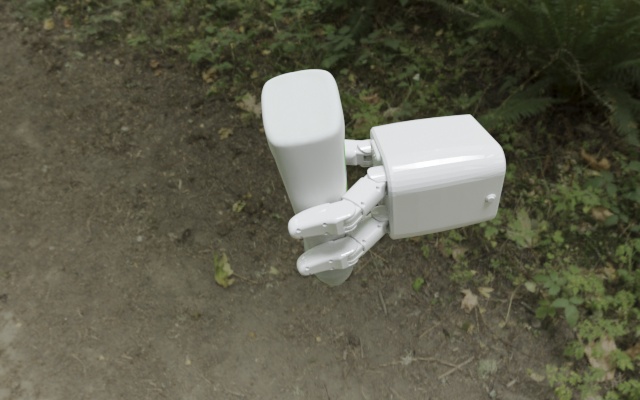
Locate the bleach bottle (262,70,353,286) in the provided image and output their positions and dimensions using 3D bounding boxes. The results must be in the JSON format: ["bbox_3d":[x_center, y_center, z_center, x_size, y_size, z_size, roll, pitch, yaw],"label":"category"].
[{"bbox_3d":[0.000,0.002,0.489,0.068,0.102,0.251,-10,-42,2],"label":"bleach bottle"}]
